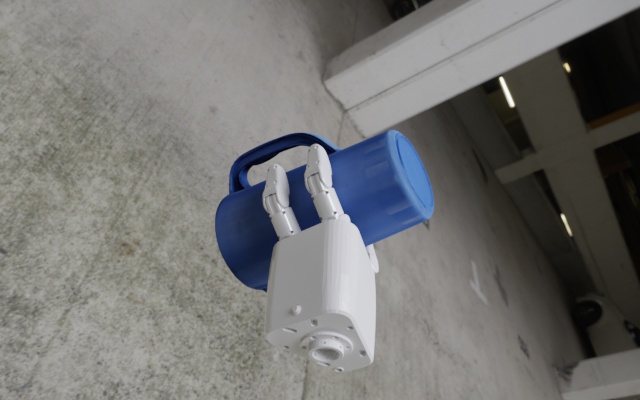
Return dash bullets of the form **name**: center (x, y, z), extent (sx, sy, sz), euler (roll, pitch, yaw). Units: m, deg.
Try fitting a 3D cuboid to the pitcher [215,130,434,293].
- **pitcher**: center (0.000, 0.002, 0.572), extent (0.243, 0.145, 0.149), euler (-24, -52, 25)
